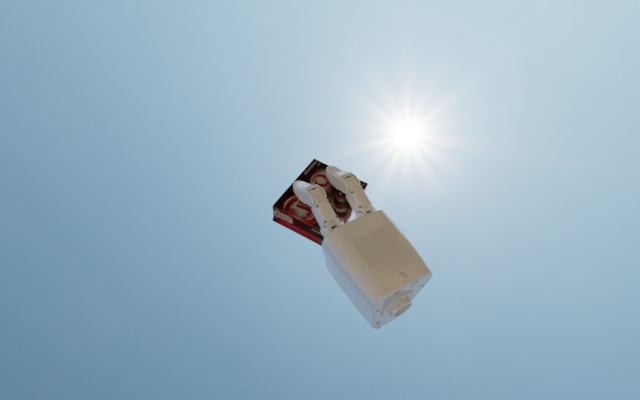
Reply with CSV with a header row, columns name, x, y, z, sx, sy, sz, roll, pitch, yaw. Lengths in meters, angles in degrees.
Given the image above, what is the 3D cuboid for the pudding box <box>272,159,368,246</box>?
name,x,y,z,sx,sy,sz,roll,pitch,yaw
pudding box,0.000,0.002,0.660,0.090,0.039,0.113,27,49,14
